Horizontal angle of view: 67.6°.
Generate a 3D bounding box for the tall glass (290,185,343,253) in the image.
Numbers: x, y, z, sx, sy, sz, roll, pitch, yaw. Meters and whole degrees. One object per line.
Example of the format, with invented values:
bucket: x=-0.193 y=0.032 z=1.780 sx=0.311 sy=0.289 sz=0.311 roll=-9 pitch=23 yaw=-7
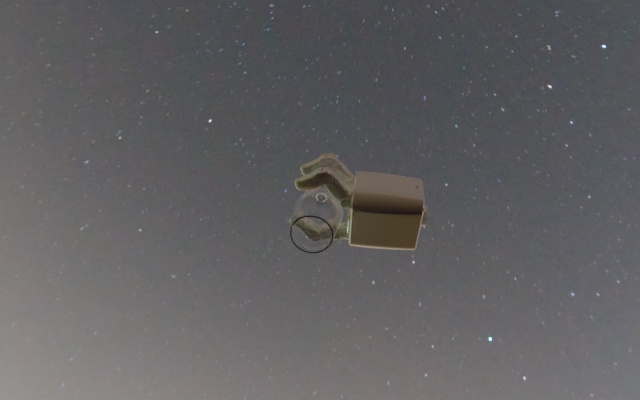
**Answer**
tall glass: x=0.000 y=0.002 z=0.751 sx=0.079 sy=0.079 sz=0.201 roll=0 pitch=27 yaw=9
